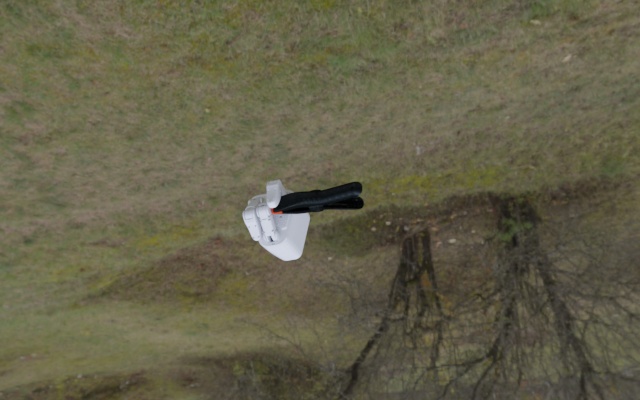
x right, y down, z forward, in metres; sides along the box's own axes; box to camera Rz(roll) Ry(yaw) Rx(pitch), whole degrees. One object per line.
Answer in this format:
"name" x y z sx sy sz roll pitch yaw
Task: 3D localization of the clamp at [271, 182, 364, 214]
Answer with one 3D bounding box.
"clamp" 0.000 0.003 0.858 0.171 0.039 0.120 -7 -20 14
